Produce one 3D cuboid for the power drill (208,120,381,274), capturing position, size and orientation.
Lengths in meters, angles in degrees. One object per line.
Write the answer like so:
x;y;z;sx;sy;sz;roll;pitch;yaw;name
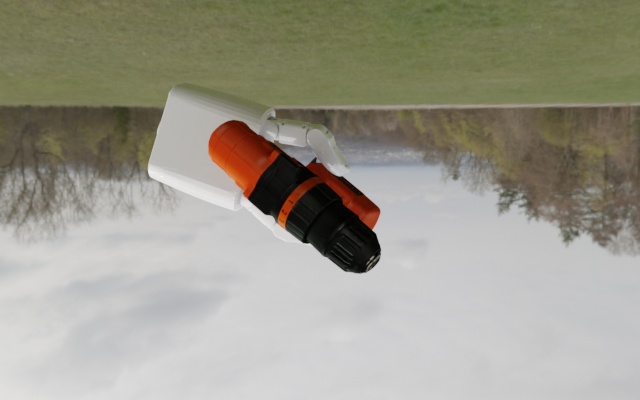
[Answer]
0.000;0.001;0.465;0.184;0.057;0.188;41;7;20;power drill
